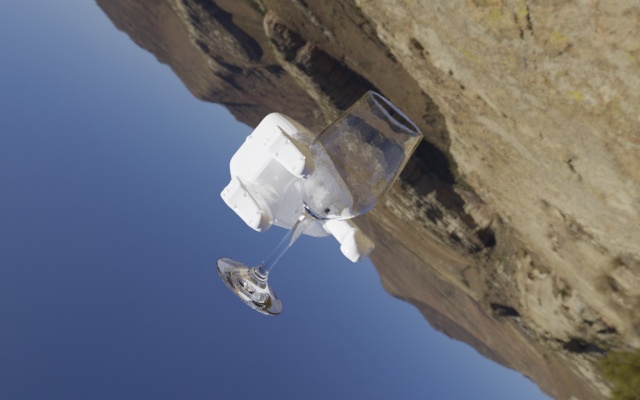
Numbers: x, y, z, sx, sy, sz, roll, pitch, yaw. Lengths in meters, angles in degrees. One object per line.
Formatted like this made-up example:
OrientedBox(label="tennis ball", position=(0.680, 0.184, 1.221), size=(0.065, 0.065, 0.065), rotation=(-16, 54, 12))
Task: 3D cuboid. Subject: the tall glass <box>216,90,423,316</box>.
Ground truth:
OrientedBox(label="tall glass", position=(0.000, 0.002, 0.417), size=(0.079, 0.201, 0.079), rotation=(40, 6, -5))
